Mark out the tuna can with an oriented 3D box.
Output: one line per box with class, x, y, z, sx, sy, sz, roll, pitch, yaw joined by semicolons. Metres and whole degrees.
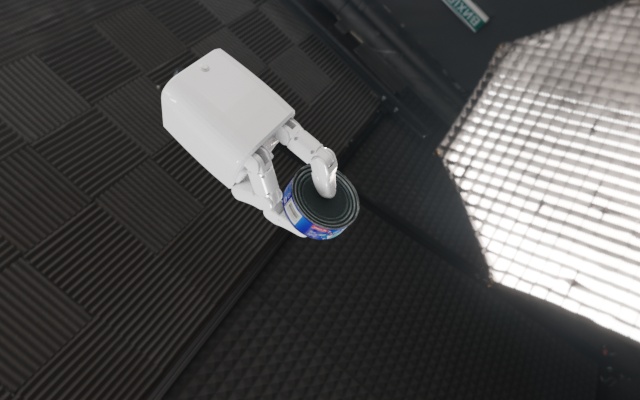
tuna can;0.000;0.002;0.555;0.086;0.086;0.034;0;-29;-30
